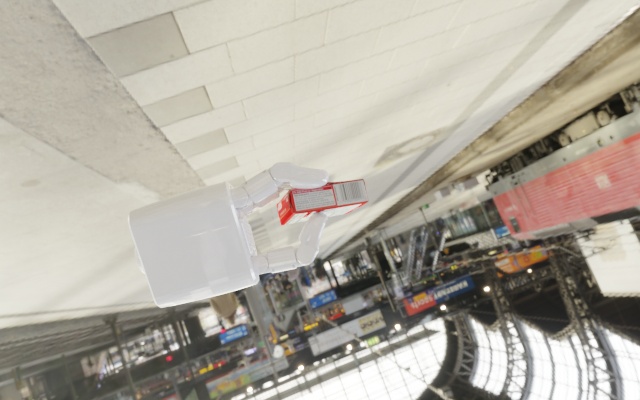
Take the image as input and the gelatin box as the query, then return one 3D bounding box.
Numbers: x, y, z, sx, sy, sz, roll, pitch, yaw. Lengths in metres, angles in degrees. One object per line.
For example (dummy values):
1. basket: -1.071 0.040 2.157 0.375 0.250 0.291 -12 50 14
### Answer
1. gelatin box: 0.001 0.002 0.544 0.089 0.030 0.073 -9 -10 -17
